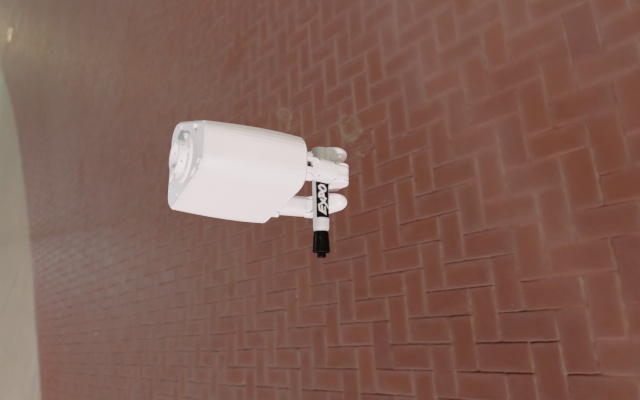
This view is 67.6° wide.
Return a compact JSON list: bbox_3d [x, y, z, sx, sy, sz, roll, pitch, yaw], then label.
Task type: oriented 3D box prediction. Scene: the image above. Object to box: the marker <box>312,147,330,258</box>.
[{"bbox_3d":[0.000,0.002,0.518,0.020,0.121,0.020,-1,-13,0],"label":"marker"}]
